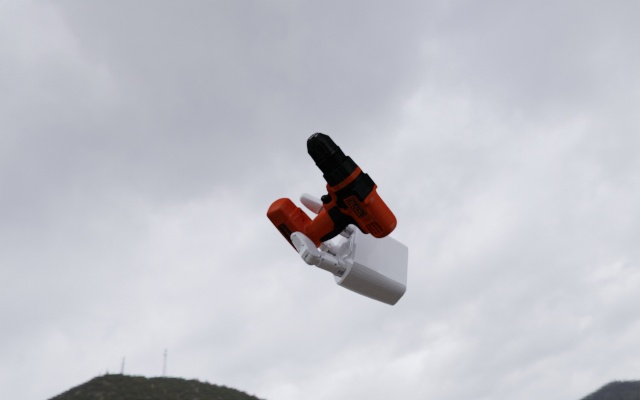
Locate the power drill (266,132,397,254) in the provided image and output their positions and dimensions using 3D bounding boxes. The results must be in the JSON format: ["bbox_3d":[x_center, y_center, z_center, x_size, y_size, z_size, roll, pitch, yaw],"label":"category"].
[{"bbox_3d":[0.000,0.003,0.734,0.188,0.184,0.057,-28,15,44],"label":"power drill"}]
